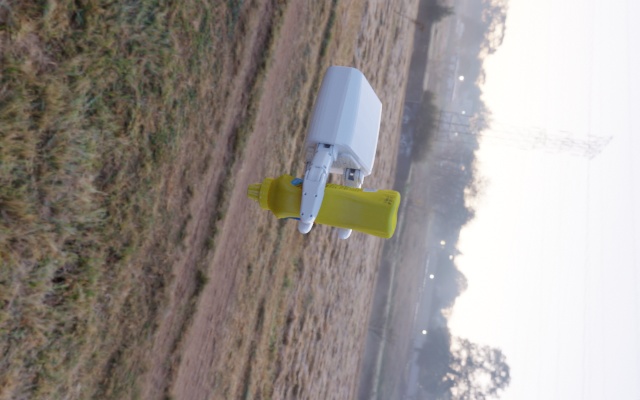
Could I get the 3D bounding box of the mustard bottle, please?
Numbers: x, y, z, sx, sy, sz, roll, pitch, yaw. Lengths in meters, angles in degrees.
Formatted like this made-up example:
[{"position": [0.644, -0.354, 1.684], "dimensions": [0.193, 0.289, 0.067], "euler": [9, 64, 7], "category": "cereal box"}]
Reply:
[{"position": [0.000, 0.002, 0.598], "dimensions": [0.191, 0.058, 0.096], "euler": [10, 9, 12], "category": "mustard bottle"}]
